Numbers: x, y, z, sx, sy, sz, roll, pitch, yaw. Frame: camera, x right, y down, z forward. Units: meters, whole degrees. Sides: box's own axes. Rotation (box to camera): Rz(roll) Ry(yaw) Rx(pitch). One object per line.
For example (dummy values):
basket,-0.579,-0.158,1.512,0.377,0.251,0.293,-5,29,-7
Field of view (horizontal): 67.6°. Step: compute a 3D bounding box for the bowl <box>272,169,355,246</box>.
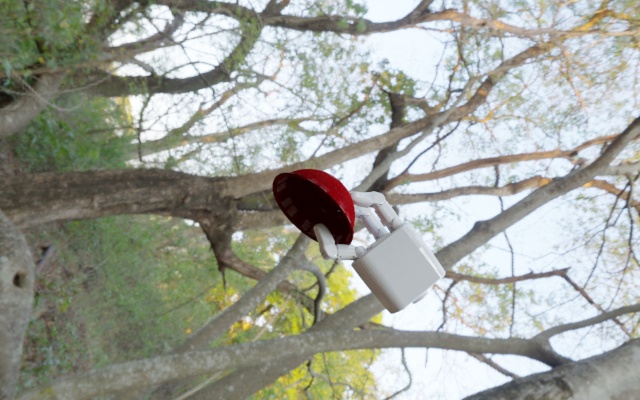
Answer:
bowl,0.000,0.001,0.777,0.162,0.162,0.055,0,41,50
